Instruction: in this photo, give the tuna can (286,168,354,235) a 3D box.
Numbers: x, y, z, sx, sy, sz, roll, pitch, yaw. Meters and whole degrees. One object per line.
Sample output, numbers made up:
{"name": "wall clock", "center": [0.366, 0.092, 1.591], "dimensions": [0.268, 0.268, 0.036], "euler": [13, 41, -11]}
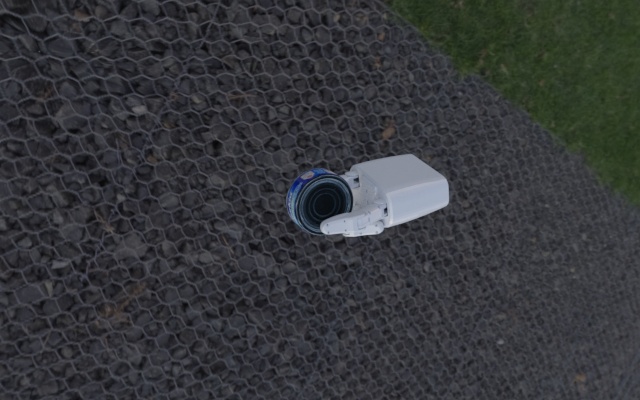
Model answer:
{"name": "tuna can", "center": [0.000, 0.002, 0.632], "dimensions": [0.086, 0.086, 0.033], "euler": [0, 17, -25]}
